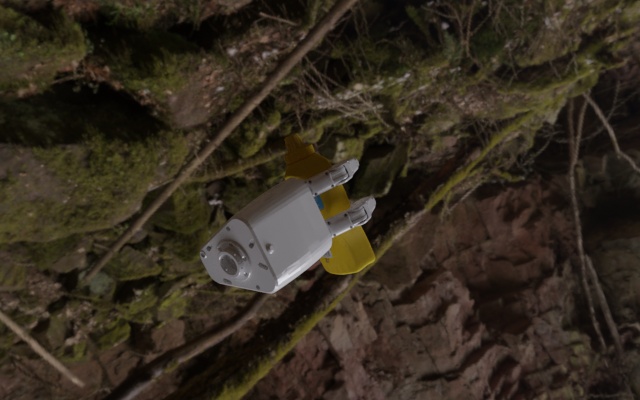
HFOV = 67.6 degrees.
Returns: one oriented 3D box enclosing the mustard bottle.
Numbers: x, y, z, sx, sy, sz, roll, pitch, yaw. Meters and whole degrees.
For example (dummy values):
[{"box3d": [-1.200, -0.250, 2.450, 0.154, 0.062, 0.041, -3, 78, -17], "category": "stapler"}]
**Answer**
[{"box3d": [0.000, 0.002, 0.631, 0.058, 0.191, 0.096, -29, 10, -24], "category": "mustard bottle"}]
